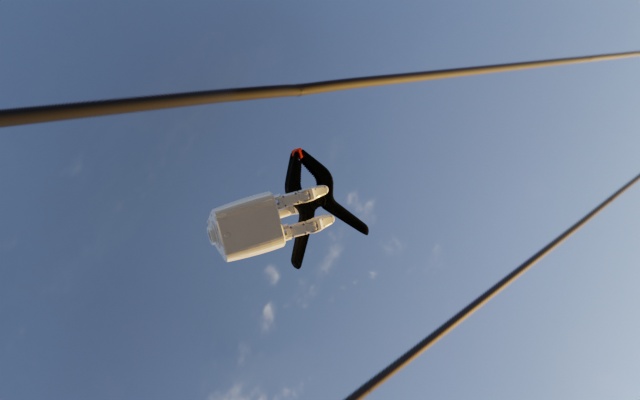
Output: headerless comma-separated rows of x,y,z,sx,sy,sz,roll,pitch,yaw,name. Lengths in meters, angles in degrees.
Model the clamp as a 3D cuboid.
-0.001,0.002,0.876,0.164,0.210,0.036,-17,8,-24,clamp
